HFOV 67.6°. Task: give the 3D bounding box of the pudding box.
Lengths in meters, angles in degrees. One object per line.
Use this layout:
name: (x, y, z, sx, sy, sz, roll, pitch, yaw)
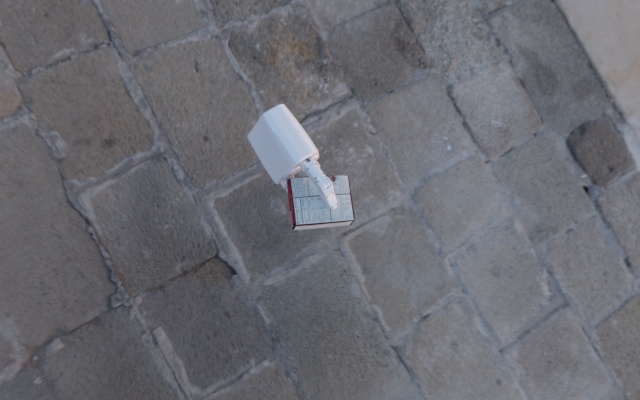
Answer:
pudding box: (0.000, 0.003, 0.852, 0.113, 0.090, 0.039, -4, -13, -12)
